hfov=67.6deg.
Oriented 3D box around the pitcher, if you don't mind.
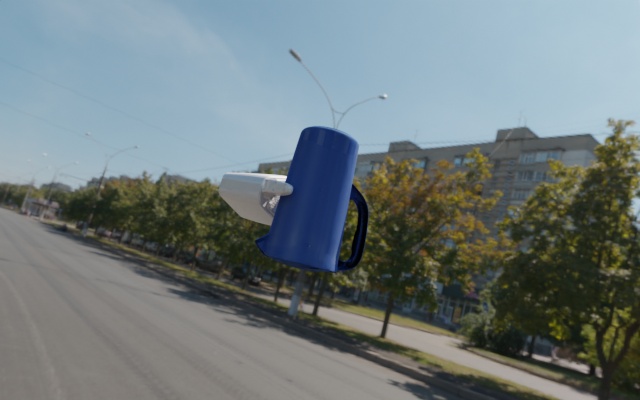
[{"bbox_3d":[0.000,0.003,0.837,0.145,0.243,0.149,8,-11,33],"label":"pitcher"}]
